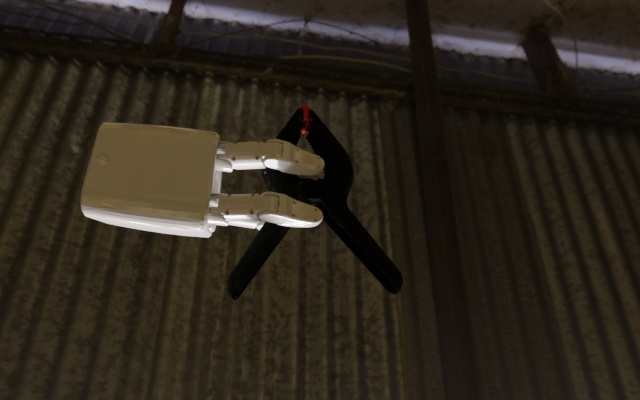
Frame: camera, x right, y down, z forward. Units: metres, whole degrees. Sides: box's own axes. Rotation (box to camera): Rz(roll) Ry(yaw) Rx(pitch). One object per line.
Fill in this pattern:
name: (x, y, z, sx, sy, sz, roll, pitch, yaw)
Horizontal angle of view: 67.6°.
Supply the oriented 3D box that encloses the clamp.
clamp: (0.000, 0.001, 0.478, 0.164, 0.210, 0.036, 8, -26, -12)
